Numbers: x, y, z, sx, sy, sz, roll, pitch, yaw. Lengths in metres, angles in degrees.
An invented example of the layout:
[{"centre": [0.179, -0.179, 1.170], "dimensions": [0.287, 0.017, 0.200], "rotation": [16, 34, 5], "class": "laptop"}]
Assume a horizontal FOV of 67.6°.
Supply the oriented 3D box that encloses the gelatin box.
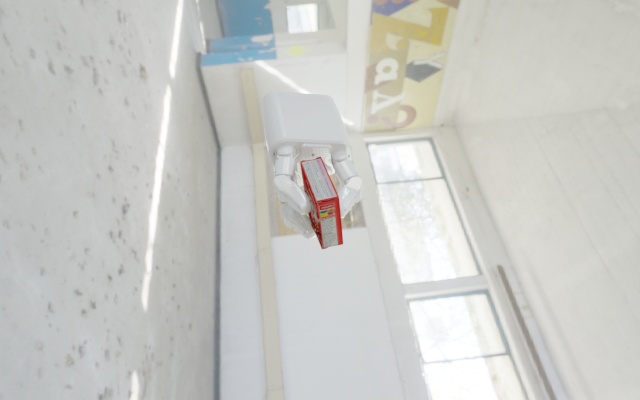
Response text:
[{"centre": [0.001, 0.002, 0.573], "dimensions": [0.030, 0.073, 0.089], "rotation": [-13, 39, -8], "class": "gelatin box"}]
